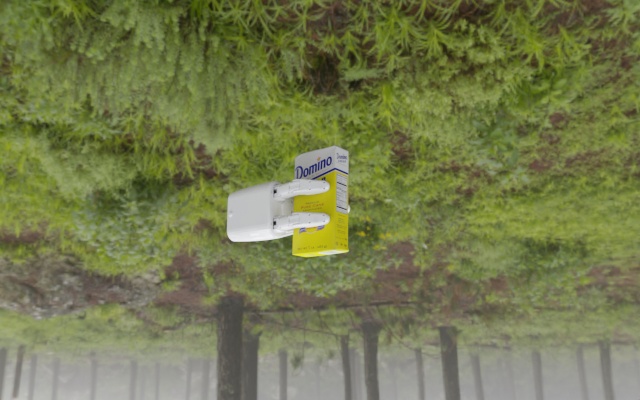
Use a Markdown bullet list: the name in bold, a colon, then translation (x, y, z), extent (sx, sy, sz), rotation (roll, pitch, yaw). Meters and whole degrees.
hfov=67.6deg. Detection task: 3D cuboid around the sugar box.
- **sugar box**: translation (0.000, 0.003, 0.804), extent (0.093, 0.176, 0.048), rotation (-11, -16, 37)
